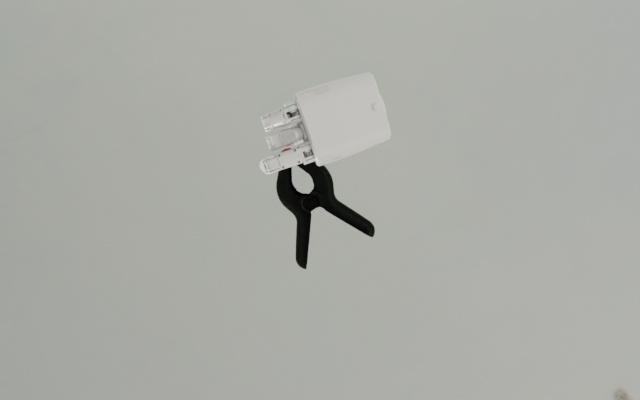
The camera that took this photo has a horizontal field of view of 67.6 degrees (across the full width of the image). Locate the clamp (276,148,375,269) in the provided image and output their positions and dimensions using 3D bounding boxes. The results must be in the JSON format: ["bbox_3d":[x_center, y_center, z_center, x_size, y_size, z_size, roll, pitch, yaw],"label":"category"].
[{"bbox_3d":[0.000,0.002,0.666,0.120,0.171,0.039,-19,12,-1],"label":"clamp"}]
